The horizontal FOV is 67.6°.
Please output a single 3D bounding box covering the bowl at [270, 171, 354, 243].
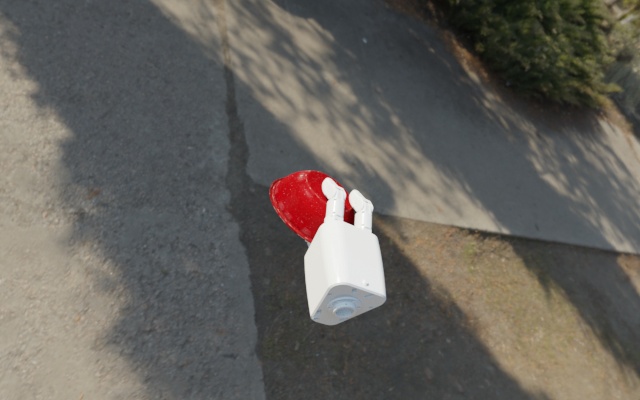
[{"bbox_3d":[0.000,0.001,0.775,0.162,0.162,0.055,0,-44,-51],"label":"bowl"}]
